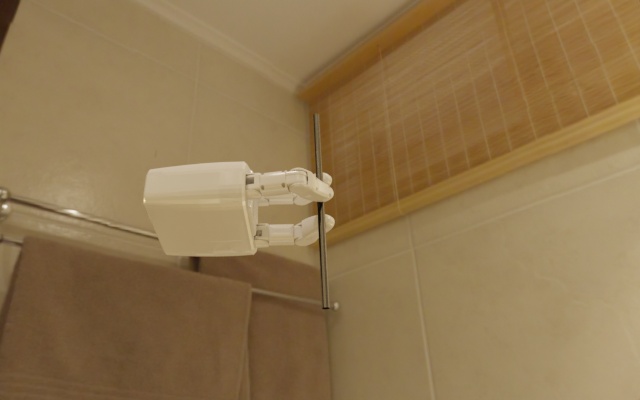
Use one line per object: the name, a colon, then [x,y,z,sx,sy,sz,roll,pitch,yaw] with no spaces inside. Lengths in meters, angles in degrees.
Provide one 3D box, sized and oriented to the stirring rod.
stirring rod: [0.000,0.002,0.535,0.011,0.239,0.011,-2,-27,-1]
